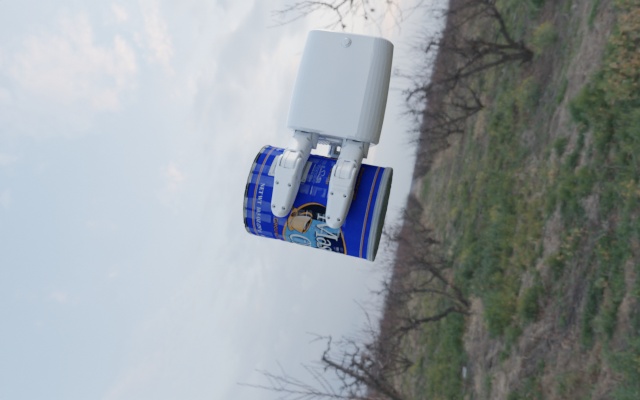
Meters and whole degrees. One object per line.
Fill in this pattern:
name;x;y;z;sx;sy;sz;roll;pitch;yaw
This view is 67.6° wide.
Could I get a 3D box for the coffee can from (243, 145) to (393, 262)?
coffee can;0.000;0.002;0.521;0.140;0.103;0.103;12;2;11
